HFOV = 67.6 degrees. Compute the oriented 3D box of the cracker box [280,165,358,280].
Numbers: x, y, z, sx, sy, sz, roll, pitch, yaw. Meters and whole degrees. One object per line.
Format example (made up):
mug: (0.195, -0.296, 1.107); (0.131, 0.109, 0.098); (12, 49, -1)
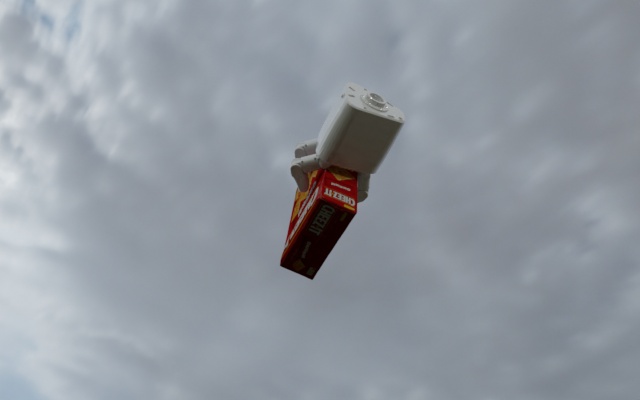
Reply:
cracker box: (0.000, 0.003, 0.835); (0.072, 0.164, 0.213); (23, 34, -10)
